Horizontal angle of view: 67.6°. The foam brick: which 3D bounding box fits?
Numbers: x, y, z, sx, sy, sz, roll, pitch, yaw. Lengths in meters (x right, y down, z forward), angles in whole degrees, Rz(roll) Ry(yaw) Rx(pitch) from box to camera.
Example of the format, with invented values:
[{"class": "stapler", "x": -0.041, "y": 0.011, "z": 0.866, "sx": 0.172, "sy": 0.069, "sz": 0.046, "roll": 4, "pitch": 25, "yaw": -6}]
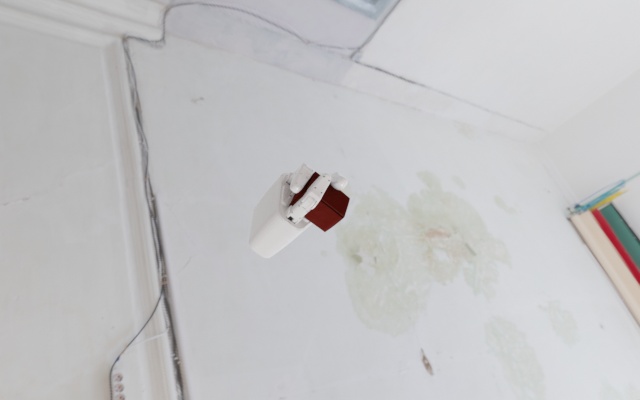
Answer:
[{"class": "foam brick", "x": 0.000, "y": 0.003, "z": 0.780, "sx": 0.051, "sy": 0.078, "sz": 0.053, "roll": -44, "pitch": 14, "yaw": 38}]
